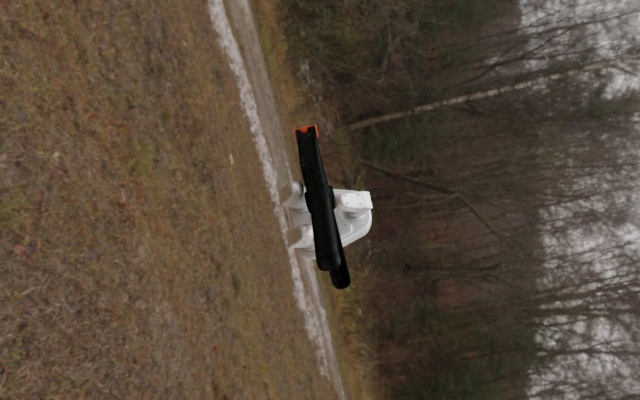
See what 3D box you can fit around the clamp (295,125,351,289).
[{"bbox_3d":[0.001,0.001,0.575,0.036,0.210,0.164,-13,-12,3],"label":"clamp"}]
